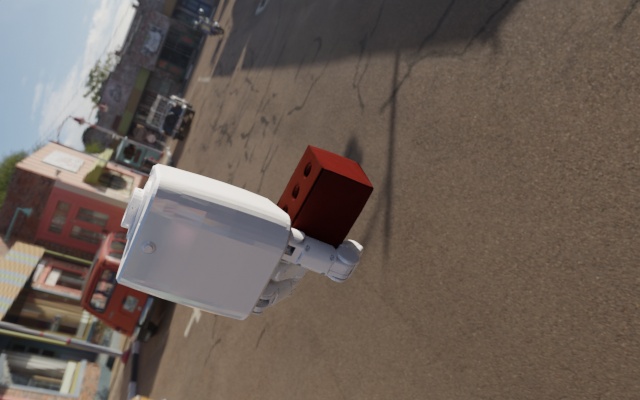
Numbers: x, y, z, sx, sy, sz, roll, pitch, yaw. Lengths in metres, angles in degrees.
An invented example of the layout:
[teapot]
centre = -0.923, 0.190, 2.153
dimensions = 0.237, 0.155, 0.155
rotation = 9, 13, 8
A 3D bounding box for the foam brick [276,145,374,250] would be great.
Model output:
[foam brick]
centre = 0.000, 0.001, 0.411
dimensions = 0.051, 0.078, 0.053
rotation = 21, 20, -22
